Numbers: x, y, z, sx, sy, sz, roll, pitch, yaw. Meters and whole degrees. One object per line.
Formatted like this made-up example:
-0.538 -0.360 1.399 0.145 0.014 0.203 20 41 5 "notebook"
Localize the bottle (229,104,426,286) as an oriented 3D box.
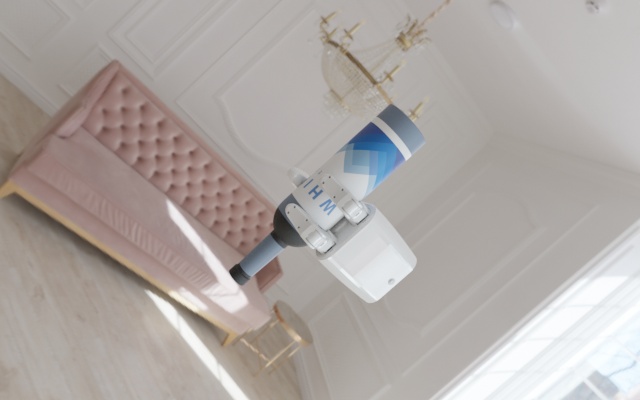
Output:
0.000 0.002 0.607 0.296 0.069 0.069 -42 -3 4 "bottle"
